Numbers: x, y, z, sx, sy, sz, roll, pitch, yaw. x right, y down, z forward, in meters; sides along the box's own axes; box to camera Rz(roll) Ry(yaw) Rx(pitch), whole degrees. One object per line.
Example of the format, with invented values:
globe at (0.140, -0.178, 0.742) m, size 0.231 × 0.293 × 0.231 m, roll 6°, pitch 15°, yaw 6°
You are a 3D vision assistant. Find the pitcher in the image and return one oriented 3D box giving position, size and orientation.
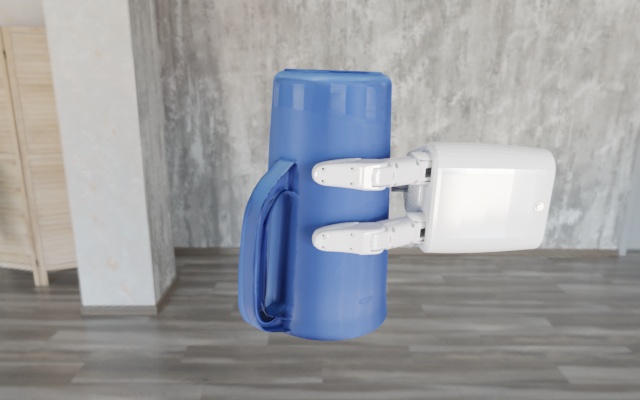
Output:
pitcher at (0.000, 0.001, 0.455) m, size 0.145 × 0.243 × 0.149 m, roll 1°, pitch 16°, yaw -4°
